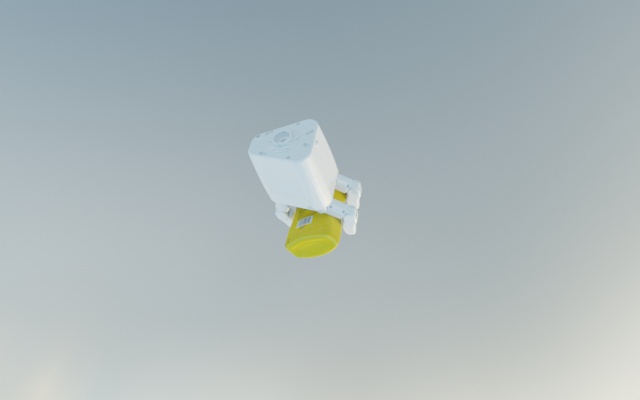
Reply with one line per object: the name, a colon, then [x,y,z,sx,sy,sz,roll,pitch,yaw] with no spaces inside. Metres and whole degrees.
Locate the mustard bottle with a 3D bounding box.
mustard bottle: [0.000,0.003,0.822,0.096,0.191,0.058,-23,-50,36]
